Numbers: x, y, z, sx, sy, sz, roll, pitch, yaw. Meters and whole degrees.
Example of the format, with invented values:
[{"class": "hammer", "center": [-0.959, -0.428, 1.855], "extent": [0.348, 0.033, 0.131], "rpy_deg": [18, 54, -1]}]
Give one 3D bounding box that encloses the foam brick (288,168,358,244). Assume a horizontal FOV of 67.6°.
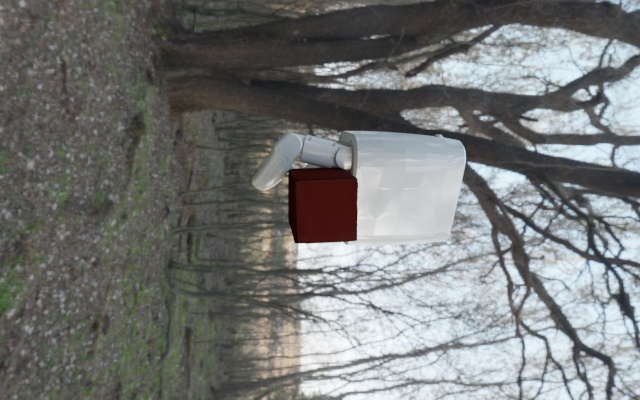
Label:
[{"class": "foam brick", "center": [0.000, 0.001, 0.409], "extent": [0.051, 0.053, 0.078], "rpy_deg": [-1, 11, -7]}]
